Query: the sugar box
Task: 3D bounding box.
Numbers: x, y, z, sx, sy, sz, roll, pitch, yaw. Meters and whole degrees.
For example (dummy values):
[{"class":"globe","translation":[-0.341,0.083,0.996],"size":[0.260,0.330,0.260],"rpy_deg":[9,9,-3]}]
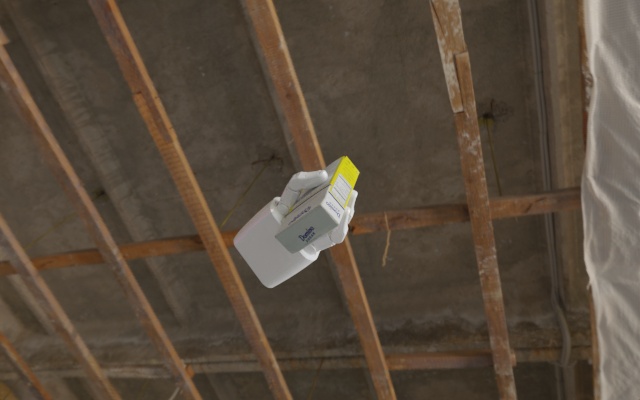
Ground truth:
[{"class":"sugar box","translation":[0.000,0.003,0.725],"size":[0.093,0.048,0.176],"rpy_deg":[-35,17,28]}]
